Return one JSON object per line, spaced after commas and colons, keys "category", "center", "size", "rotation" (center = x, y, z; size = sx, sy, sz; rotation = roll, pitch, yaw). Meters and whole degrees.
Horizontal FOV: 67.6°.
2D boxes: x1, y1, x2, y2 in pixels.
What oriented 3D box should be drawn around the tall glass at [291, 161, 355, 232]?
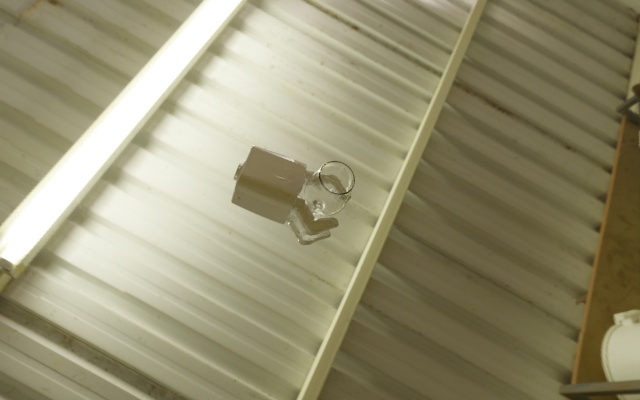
{"category": "tall glass", "center": [0.000, 0.003, 0.862], "size": [0.079, 0.079, 0.201], "rotation": [0, -24, -18]}
